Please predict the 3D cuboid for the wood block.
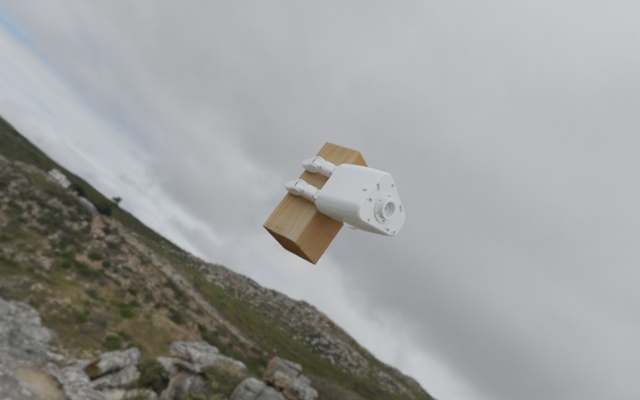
[{"bbox_3d":[0.001,0.003,0.897,0.090,0.206,0.091,22,-22,40],"label":"wood block"}]
